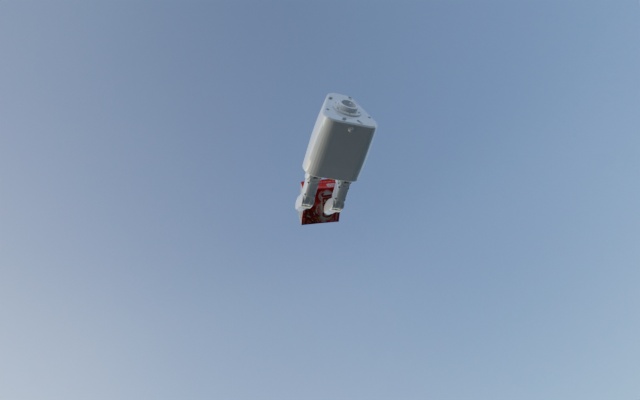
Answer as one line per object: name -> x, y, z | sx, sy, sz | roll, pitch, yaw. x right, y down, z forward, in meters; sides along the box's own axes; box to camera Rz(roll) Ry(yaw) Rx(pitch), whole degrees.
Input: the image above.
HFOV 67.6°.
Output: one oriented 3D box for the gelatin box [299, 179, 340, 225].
gelatin box -> 0.000, 0.003, 0.876 | 0.073, 0.089, 0.030 | -5, 42, -12
